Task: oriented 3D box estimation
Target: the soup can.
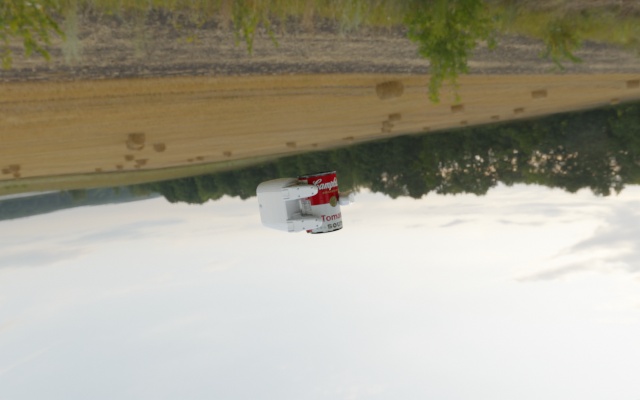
[{"bbox_3d":[0.001,0.003,0.835,0.068,0.102,0.068,-8,6,1],"label":"soup can"}]
